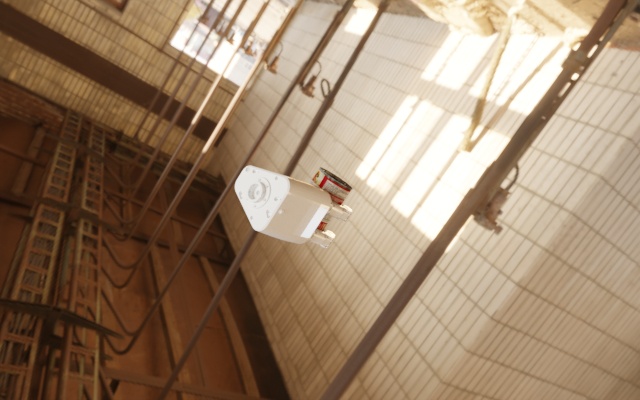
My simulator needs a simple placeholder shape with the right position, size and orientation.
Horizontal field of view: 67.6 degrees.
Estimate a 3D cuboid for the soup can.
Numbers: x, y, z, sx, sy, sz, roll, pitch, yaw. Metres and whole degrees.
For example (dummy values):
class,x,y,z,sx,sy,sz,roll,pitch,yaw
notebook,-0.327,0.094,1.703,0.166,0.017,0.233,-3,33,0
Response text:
class,x,y,z,sx,sy,sz,roll,pitch,yaw
soup can,0.000,0.003,0.834,0.068,0.102,0.068,32,9,-6
